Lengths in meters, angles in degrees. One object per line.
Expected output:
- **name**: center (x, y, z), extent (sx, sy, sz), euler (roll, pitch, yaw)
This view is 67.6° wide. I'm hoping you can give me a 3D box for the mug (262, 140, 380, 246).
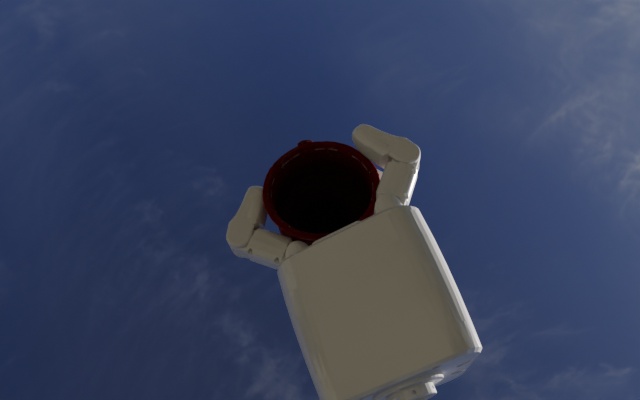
- **mug**: center (0.000, 0.000, 0.413), extent (0.093, 0.117, 0.082), euler (-17, -32, -6)
